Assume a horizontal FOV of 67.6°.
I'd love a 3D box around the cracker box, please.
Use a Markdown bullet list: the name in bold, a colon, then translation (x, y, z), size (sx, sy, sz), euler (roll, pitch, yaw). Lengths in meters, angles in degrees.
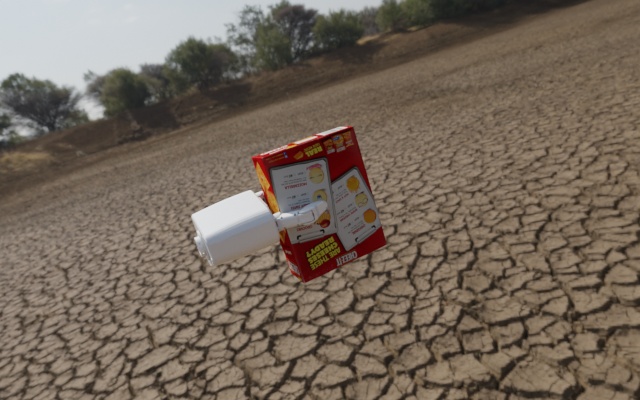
- **cracker box**: translation (0.000, 0.002, 0.792), size (0.164, 0.214, 0.072), euler (-22, 14, -19)
